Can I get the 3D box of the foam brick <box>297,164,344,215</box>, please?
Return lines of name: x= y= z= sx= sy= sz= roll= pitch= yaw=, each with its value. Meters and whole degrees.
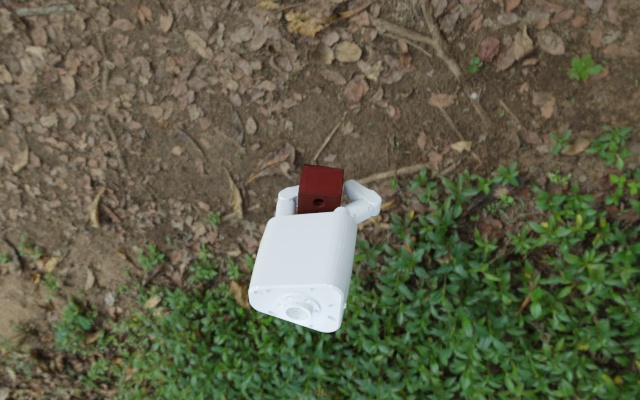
foam brick: x=0.000 y=0.002 z=0.601 sx=0.053 sy=0.078 sz=0.051 roll=6 pitch=44 yaw=4
